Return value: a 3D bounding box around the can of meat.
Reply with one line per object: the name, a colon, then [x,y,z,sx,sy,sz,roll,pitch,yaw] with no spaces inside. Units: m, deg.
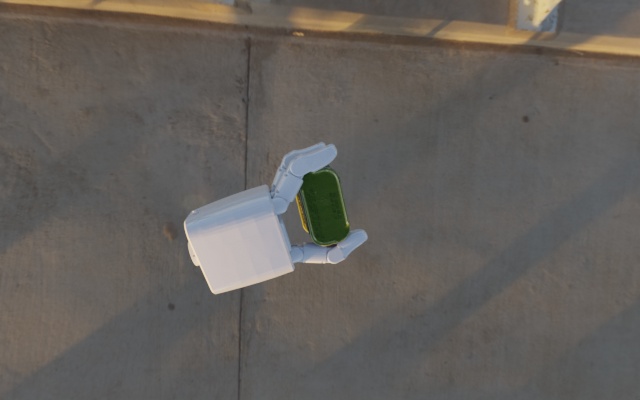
can of meat: [0.000,0.002,0.619,0.057,0.102,0.084,-15,11,-5]
